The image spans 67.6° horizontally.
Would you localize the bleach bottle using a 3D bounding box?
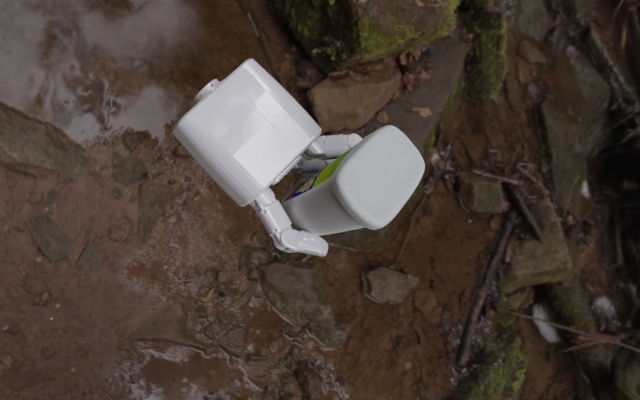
[{"bbox_3d":[0.000,0.002,0.529,0.102,0.068,0.251,-47,12,-29],"label":"bleach bottle"}]
